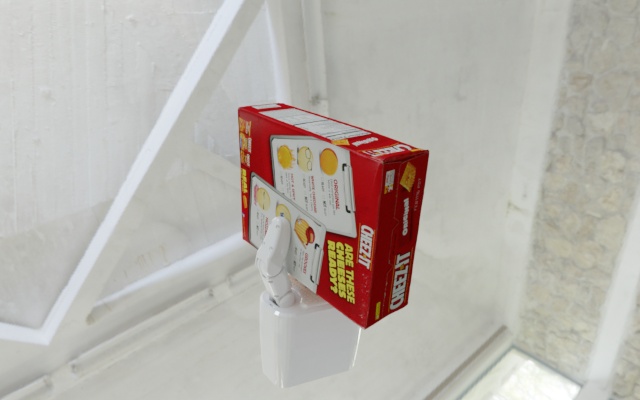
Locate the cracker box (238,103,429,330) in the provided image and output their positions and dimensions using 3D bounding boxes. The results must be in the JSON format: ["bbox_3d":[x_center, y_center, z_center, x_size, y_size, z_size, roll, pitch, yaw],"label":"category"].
[{"bbox_3d":[0.000,0.002,0.490,0.072,0.164,0.213,-17,31,-37],"label":"cracker box"}]
